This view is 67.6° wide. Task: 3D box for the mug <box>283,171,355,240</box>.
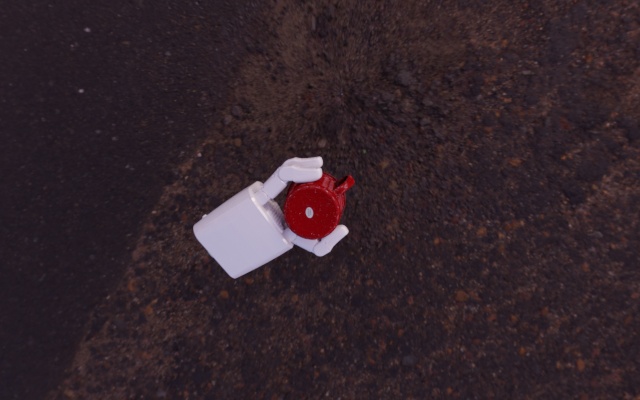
[{"bbox_3d":[0.001,0.002,0.698,0.117,0.093,0.081,-32,9,10],"label":"mug"}]
